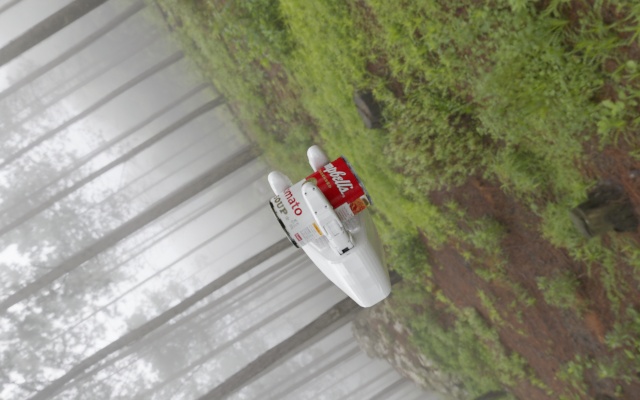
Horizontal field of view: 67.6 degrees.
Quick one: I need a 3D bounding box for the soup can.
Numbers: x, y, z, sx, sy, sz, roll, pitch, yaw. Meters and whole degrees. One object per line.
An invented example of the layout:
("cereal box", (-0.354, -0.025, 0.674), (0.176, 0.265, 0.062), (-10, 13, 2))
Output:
("soup can", (0.000, 0.002, 0.555), (0.102, 0.068, 0.068), (-31, -1, 1))
